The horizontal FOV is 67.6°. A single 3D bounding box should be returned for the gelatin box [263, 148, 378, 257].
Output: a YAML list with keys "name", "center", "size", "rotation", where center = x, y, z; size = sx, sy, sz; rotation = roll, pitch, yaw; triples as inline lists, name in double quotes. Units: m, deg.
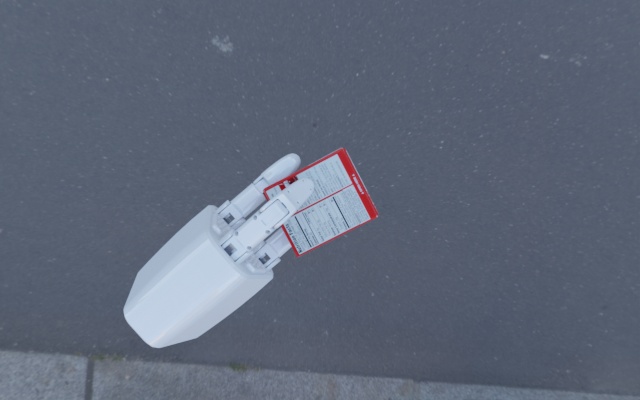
- name: "gelatin box"
  center: [0.000, 0.001, 0.457]
  size: [0.089, 0.073, 0.030]
  rotation: [-27, 3, 7]
